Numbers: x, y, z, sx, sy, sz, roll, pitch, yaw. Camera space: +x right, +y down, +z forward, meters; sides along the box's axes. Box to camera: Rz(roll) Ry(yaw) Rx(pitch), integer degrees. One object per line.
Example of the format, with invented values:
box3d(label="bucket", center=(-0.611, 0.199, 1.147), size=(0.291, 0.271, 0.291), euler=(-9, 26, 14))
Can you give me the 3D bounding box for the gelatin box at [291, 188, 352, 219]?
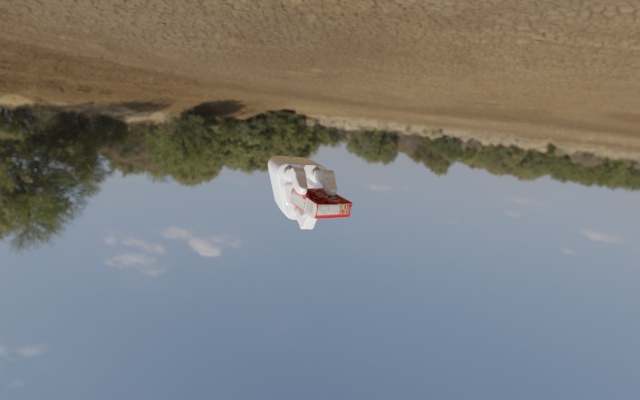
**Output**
box3d(label="gelatin box", center=(0.000, 0.003, 0.832), size=(0.073, 0.030, 0.089), euler=(-1, 20, -32))
